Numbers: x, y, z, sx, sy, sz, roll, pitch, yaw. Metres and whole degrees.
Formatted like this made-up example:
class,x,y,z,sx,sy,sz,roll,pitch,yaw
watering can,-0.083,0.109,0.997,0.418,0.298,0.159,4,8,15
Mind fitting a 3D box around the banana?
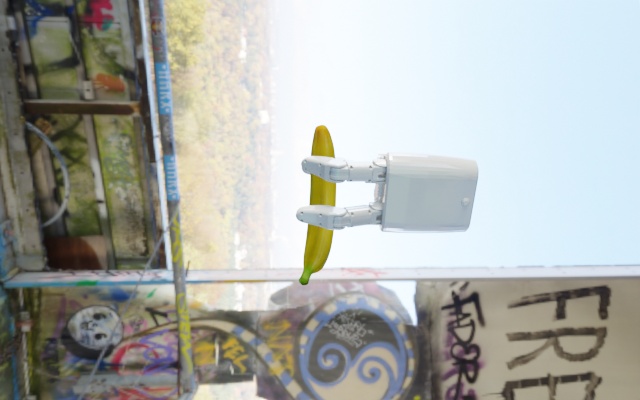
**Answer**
class,x,y,z,sx,sy,sz,roll,pitch,yaw
banana,0.001,0.006,0.610,0.037,0.198,0.069,4,-1,4
